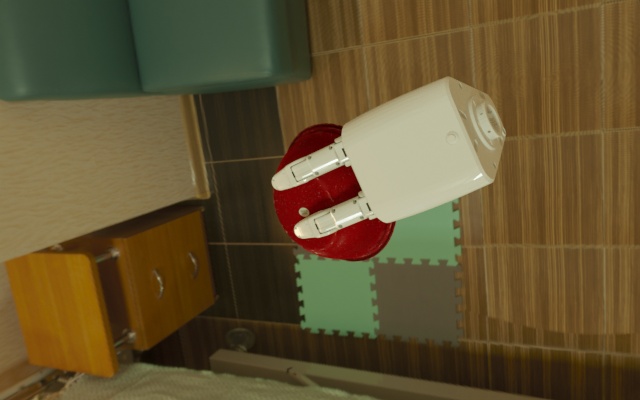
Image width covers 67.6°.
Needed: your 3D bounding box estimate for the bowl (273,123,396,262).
[{"bbox_3d":[-0.001,0.002,0.517,0.162,0.162,0.055,0,19,44],"label":"bowl"}]
